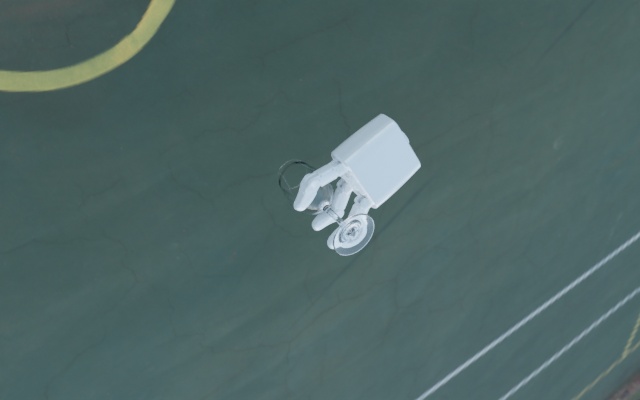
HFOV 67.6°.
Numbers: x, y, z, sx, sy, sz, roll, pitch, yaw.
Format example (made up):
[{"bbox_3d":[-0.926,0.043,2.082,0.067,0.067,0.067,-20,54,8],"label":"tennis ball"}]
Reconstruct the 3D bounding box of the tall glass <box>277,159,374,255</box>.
[{"bbox_3d":[0.000,0.003,0.783,0.079,0.079,0.201,0,29,-36],"label":"tall glass"}]
